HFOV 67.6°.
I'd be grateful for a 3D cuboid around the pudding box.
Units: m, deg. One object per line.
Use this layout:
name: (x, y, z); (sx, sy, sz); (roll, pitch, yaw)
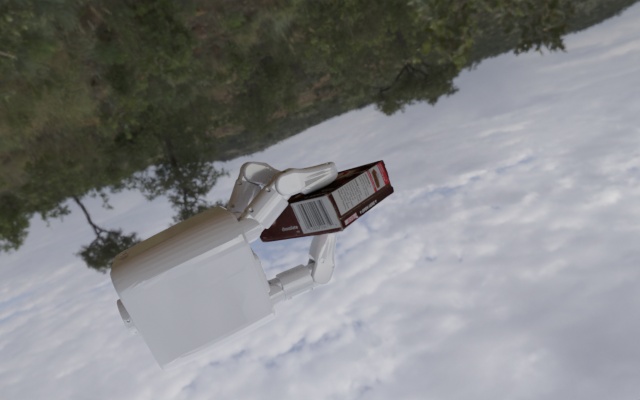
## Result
pudding box: (0.000, 0.002, 0.461); (0.113, 0.039, 0.090); (-10, 17, 44)
